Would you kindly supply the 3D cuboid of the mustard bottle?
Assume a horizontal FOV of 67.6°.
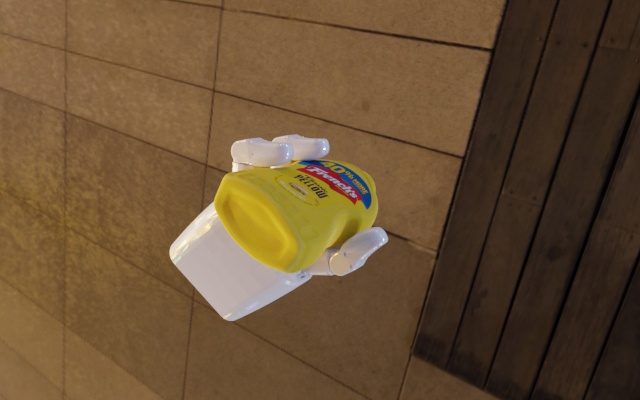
[{"bbox_3d":[0.000,0.001,0.445,0.096,0.058,0.191,37,28,21],"label":"mustard bottle"}]
